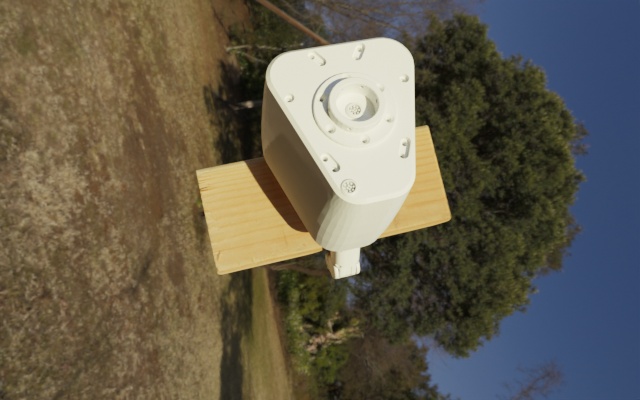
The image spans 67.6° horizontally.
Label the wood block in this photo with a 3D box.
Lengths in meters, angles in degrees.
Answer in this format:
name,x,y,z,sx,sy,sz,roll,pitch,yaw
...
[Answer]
name,x,y,z,sx,sy,sz,roll,pitch,yaw
wood block,0.000,0.002,0.446,0.206,0.091,0.090,-12,-6,-9
